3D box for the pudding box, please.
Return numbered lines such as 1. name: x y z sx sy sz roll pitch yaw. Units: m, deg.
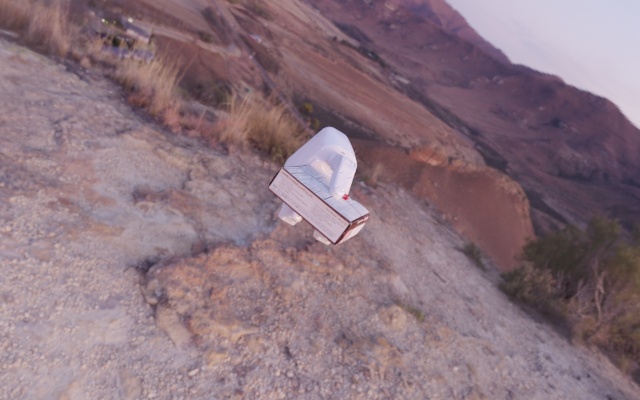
1. pudding box: 0.000 0.002 0.598 0.113 0.039 0.090 38 18 13
